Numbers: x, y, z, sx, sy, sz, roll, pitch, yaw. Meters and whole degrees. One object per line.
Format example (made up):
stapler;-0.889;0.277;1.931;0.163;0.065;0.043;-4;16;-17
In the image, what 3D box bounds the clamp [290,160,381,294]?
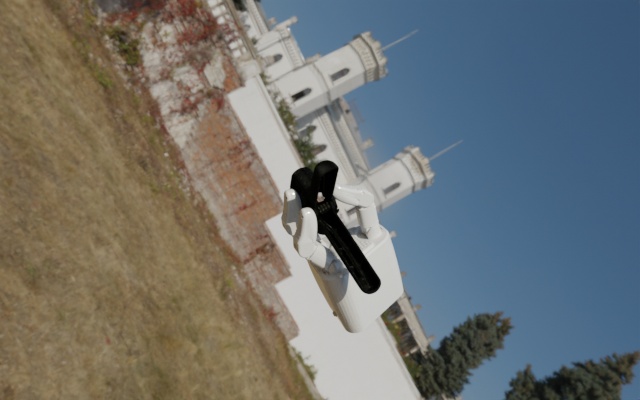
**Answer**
clamp;0.001;0.002;0.585;0.036;0.165;0.210;-25;29;-12
